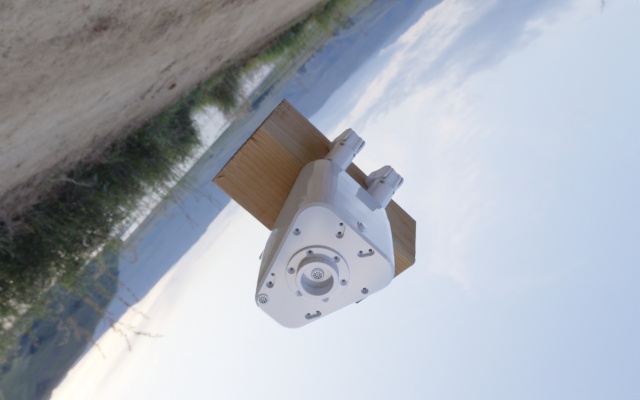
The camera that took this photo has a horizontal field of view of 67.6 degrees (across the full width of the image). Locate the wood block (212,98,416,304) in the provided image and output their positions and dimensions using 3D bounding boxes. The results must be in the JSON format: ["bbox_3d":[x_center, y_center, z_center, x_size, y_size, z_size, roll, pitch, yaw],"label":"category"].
[{"bbox_3d":[0.000,0.002,0.519,0.091,0.206,0.090,-41,14,27],"label":"wood block"}]
